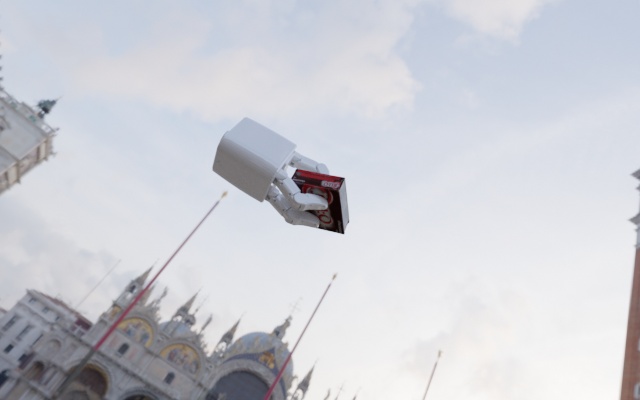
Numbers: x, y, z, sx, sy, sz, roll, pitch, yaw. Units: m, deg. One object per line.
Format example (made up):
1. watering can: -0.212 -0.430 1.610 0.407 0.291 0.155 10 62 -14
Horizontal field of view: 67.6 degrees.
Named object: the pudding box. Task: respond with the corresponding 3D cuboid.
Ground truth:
1. pudding box: 0.000 0.003 0.816 0.090 0.039 0.114 12 -38 20
